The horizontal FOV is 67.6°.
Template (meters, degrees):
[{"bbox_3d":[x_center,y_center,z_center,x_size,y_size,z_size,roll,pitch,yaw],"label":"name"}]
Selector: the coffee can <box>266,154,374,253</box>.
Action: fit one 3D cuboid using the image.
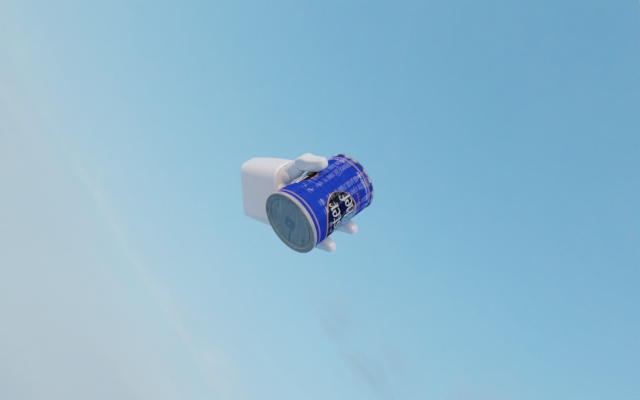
[{"bbox_3d":[0.000,0.002,0.746,0.140,0.103,0.103,-35,21,-35],"label":"coffee can"}]
